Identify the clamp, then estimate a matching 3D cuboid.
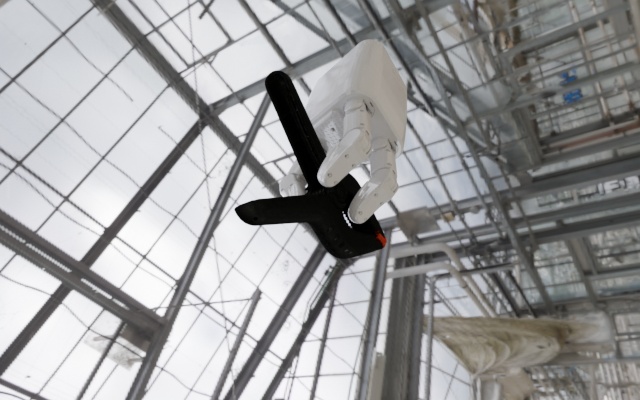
[{"bbox_3d":[0.000,0.002,0.451,0.036,0.164,0.210,-17,-49,30],"label":"clamp"}]
